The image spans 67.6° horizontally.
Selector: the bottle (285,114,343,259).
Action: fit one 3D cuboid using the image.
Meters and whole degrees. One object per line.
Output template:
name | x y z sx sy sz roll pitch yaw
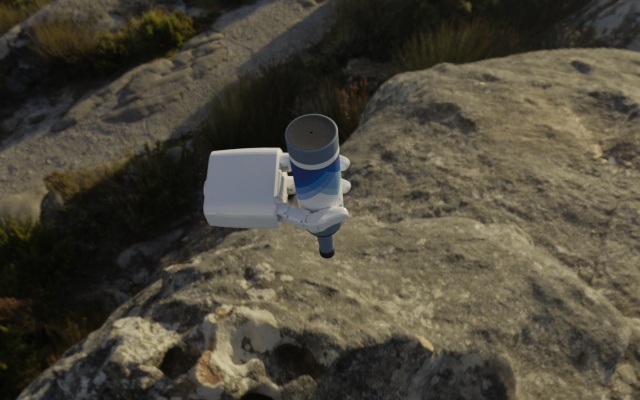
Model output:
bottle | 0.000 0.002 0.712 0.069 0.069 0.296 0 -36 6
